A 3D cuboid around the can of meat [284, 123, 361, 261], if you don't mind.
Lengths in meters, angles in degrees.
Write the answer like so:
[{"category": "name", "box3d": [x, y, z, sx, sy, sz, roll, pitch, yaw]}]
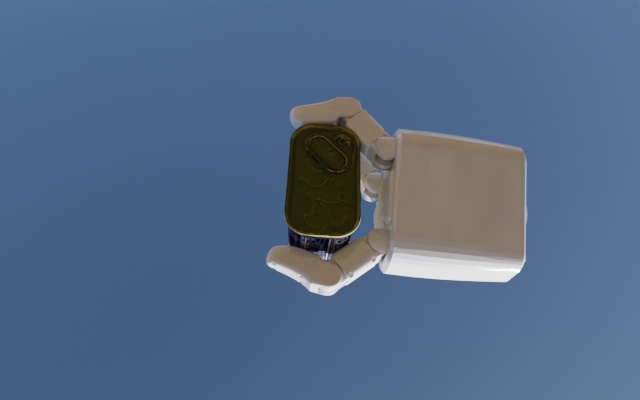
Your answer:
[{"category": "can of meat", "box3d": [0.000, 0.002, 0.404, 0.057, 0.102, 0.084, 3, -29, -3]}]
